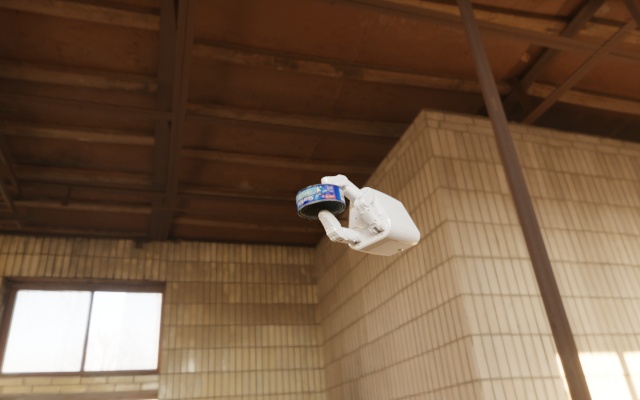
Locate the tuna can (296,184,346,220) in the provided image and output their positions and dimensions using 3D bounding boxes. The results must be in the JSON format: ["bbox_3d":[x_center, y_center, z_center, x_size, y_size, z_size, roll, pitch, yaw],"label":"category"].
[{"bbox_3d":[0.000,0.002,0.842,0.086,0.033,0.086,-8,-22,-3],"label":"tuna can"}]
